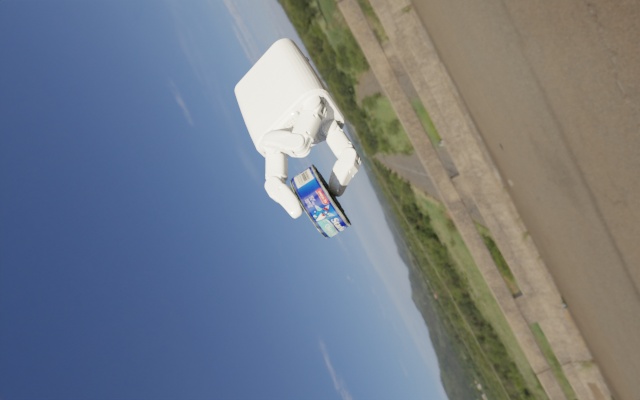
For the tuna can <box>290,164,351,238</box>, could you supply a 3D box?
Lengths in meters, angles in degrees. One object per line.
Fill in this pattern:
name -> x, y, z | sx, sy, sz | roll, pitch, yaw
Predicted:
tuna can -> 0.000, 0.002, 0.567 | 0.034, 0.086, 0.086 | -32, -3, 5
